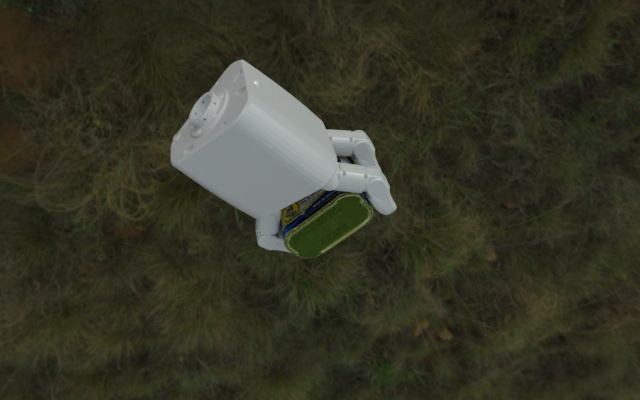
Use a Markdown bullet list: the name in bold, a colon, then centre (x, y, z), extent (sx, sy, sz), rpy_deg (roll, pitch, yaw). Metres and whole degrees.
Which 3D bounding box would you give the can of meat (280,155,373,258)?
- **can of meat**: centre (0.000, 0.002, 0.511), extent (0.102, 0.084, 0.057), rpy_deg (-37, -49, 18)
